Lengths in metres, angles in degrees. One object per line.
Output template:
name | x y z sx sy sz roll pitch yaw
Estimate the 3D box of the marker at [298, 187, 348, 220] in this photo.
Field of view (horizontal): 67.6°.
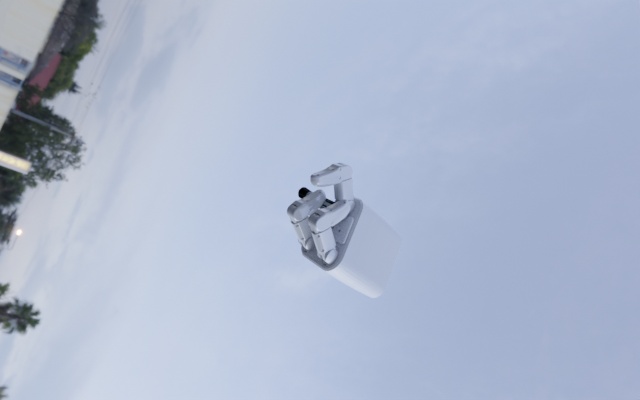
marker | 0.000 0.002 0.693 0.020 0.020 0.121 0 15 -31
